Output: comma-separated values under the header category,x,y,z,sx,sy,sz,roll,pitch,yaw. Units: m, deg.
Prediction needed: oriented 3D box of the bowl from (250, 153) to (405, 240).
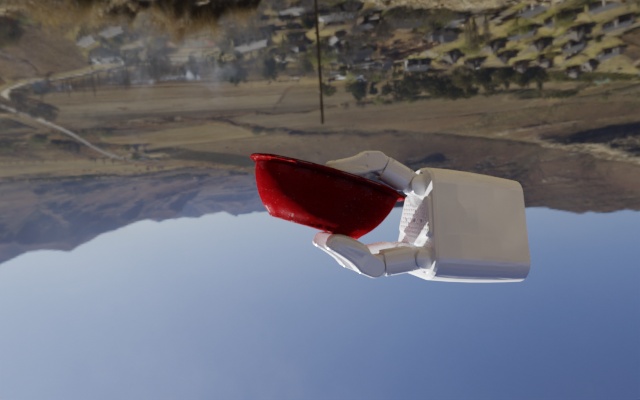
category,x,y,z,sx,sy,sz,roll,pitch,yaw
bowl,-0.001,0.002,0.483,0.162,0.055,0.162,16,-3,1
